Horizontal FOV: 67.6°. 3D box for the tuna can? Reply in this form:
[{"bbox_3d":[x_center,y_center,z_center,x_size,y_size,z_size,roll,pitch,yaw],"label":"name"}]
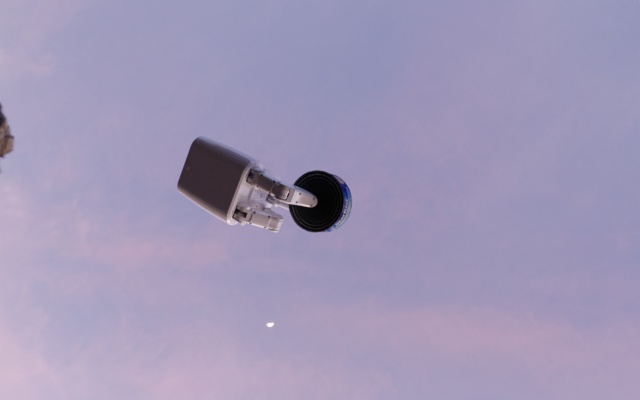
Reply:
[{"bbox_3d":[0.000,0.002,0.667,0.086,0.086,0.034,0,-4,27],"label":"tuna can"}]
